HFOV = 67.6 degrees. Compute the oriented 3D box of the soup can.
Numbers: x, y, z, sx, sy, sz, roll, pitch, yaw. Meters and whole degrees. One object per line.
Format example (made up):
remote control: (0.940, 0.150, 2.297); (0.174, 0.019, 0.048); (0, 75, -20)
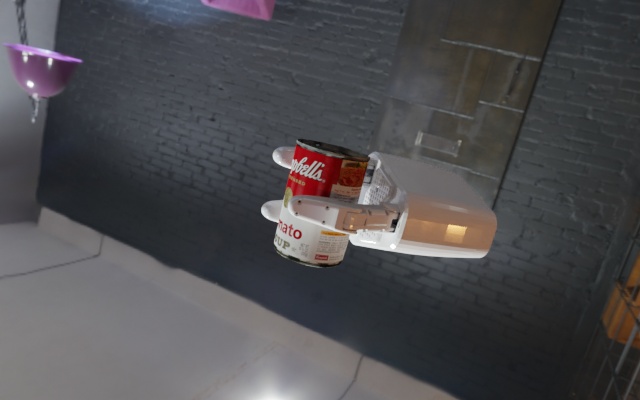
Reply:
soup can: (0.000, 0.002, 0.436); (0.068, 0.102, 0.068); (13, 12, -3)
